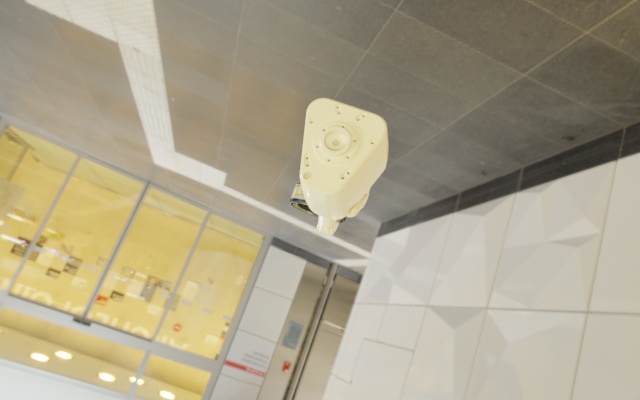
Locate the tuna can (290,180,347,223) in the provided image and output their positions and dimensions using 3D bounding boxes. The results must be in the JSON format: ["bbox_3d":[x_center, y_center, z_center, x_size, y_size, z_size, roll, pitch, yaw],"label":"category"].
[{"bbox_3d":[0.000,0.003,0.688,0.086,0.033,0.086,19,-10,3],"label":"tuna can"}]
